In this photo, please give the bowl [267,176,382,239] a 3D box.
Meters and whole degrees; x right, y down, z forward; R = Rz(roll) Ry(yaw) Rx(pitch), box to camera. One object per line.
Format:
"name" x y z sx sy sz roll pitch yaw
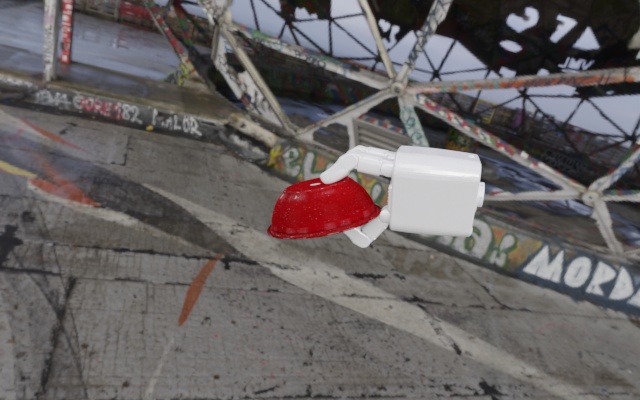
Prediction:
"bowl" -0.001 0.002 0.660 0.162 0.055 0.162 -11 12 2
